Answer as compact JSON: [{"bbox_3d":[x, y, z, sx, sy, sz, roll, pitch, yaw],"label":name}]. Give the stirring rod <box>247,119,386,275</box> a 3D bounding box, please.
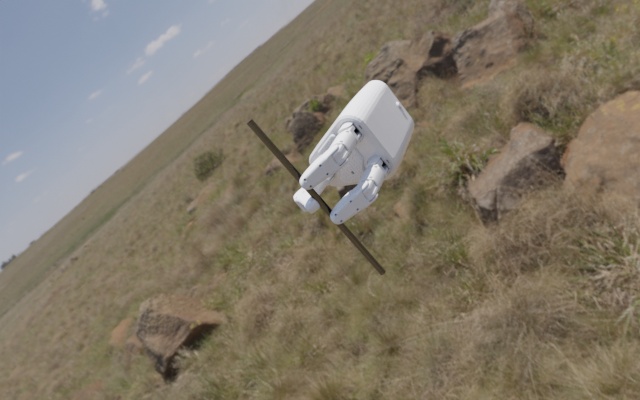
[{"bbox_3d":[0.000,0.002,0.547,0.011,0.239,0.011,-37,17,14],"label":"stirring rod"}]
